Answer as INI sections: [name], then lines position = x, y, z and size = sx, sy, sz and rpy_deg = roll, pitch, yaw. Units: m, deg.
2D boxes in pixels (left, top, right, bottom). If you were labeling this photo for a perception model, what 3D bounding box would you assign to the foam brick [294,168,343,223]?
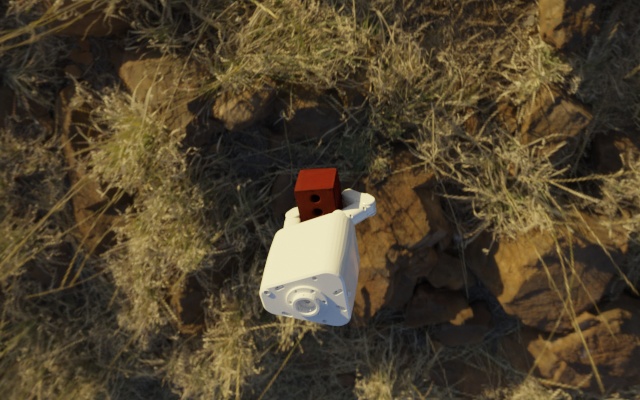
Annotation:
[foam brick]
position = 0.000, 0.002, 0.645
size = 0.053, 0.078, 0.051
rpy_deg = -3, 34, 12
